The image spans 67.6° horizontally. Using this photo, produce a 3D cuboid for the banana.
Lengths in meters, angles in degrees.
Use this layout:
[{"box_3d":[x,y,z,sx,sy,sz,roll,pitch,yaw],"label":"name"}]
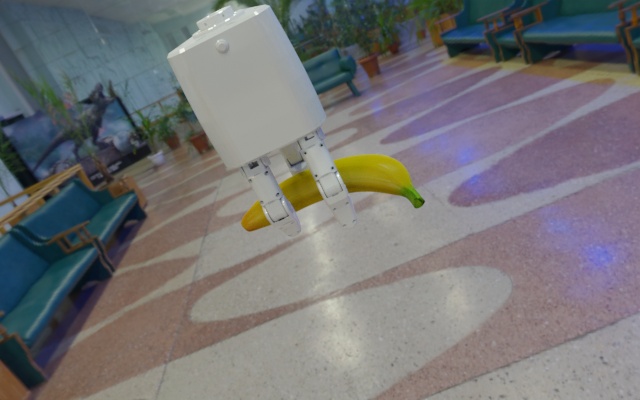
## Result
[{"box_3d":[0.007,-0.011,0.488,0.198,0.037,0.069,-11,38,25],"label":"banana"}]
